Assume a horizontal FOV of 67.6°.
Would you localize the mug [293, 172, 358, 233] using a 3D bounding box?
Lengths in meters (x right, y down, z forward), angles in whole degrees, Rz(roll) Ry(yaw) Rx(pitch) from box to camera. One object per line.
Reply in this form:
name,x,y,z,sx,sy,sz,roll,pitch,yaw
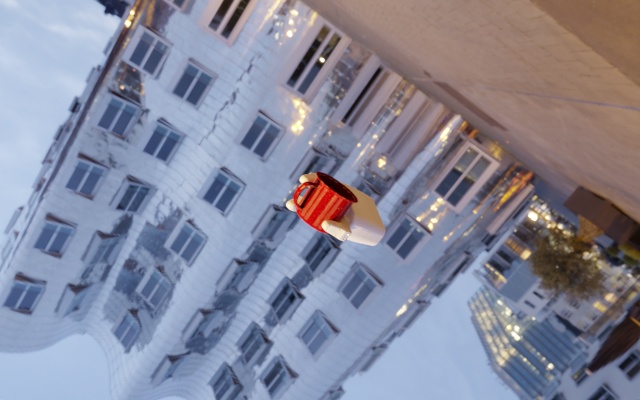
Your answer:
mug,-0.001,0.003,0.874,0.117,0.081,0.093,22,20,-41
